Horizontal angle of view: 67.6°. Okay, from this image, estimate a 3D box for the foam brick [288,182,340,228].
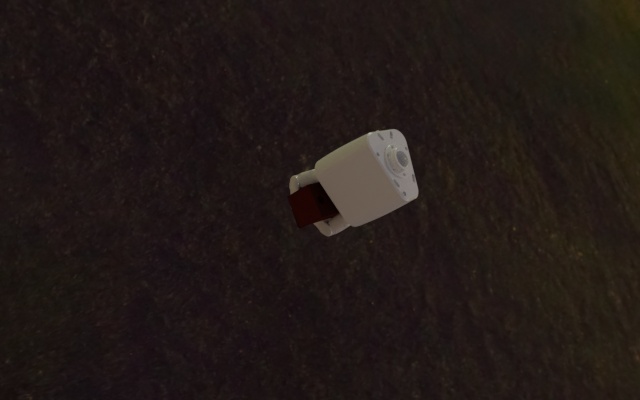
[{"bbox_3d":[0.000,0.003,0.718,0.078,0.053,0.051,-16,-8,-47],"label":"foam brick"}]
